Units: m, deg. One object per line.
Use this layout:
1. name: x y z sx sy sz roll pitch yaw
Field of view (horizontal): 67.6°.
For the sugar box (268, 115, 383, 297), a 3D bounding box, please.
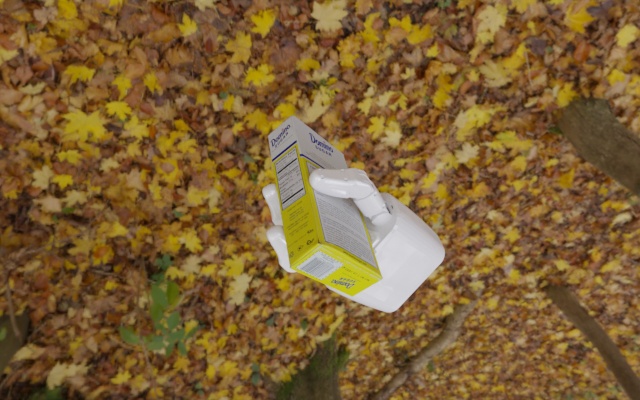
1. sugar box: 0.000 0.002 0.486 0.048 0.176 0.093 -37 -46 22
